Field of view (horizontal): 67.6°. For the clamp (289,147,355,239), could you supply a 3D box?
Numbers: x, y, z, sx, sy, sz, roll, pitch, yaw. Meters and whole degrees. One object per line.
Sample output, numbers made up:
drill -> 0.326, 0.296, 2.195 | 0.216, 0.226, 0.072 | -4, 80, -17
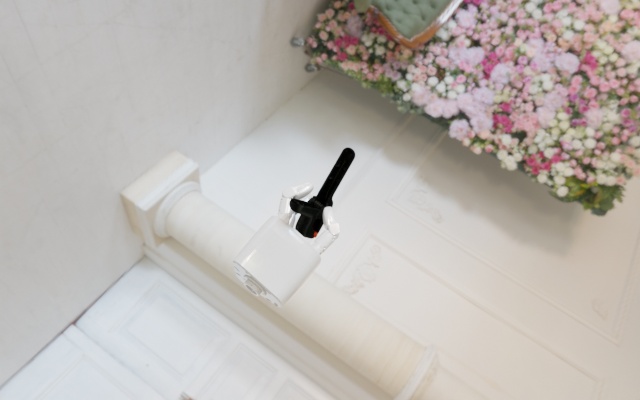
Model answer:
clamp -> 0.001, 0.004, 0.877 | 0.036, 0.164, 0.210 | 37, -25, 15
